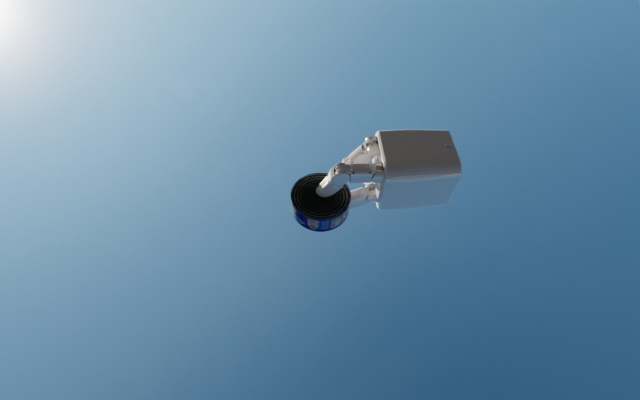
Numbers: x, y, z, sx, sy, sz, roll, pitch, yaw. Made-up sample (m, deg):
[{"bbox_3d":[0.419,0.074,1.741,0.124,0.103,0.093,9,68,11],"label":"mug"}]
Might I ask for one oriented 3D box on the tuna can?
[{"bbox_3d":[0.000,0.003,0.687,0.086,0.086,0.034,0,-39,-2],"label":"tuna can"}]
